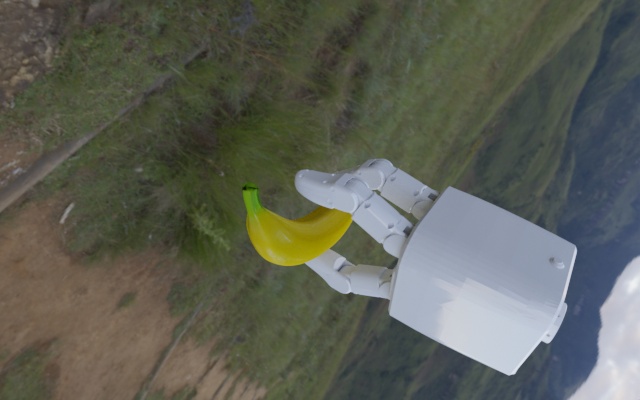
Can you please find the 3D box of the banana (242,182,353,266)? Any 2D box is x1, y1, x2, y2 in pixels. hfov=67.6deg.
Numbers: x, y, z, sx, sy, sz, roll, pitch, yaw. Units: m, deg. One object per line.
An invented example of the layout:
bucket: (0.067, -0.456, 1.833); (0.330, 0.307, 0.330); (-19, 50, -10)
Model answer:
banana: (-0.007, 0.019, 0.418); (0.037, 0.069, 0.198); (23, 13, 23)
